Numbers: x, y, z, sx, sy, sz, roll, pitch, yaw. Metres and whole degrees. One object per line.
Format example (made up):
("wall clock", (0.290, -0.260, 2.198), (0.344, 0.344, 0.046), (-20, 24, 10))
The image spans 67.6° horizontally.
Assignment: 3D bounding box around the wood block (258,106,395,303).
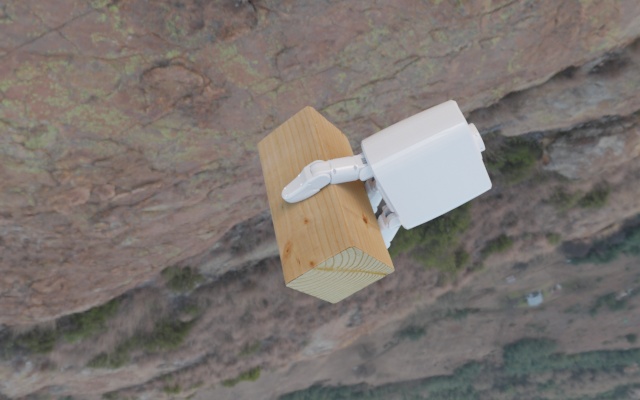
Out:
("wood block", (0.000, 0.002, 0.567), (0.090, 0.206, 0.091), (-33, -39, 22))
